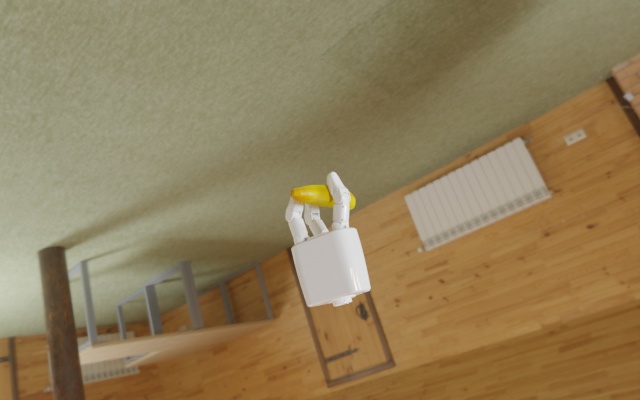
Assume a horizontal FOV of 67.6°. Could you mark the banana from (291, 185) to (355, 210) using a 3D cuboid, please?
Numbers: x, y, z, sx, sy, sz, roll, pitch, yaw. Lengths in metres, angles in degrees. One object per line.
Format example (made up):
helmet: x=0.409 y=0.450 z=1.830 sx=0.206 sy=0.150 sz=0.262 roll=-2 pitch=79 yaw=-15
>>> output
banana: x=0.018 y=-0.001 z=0.857 sx=0.069 sy=0.037 sz=0.198 roll=-15 pitch=-13 yaw=20
